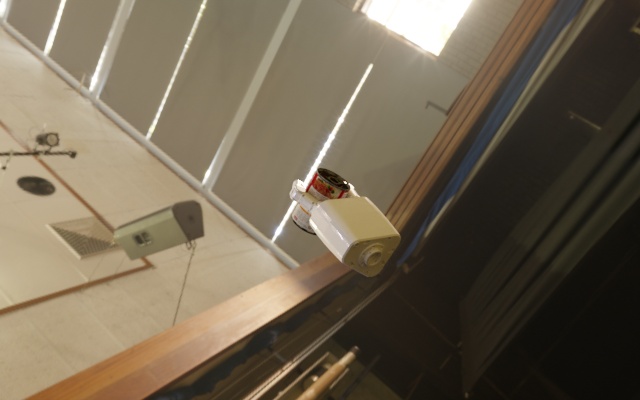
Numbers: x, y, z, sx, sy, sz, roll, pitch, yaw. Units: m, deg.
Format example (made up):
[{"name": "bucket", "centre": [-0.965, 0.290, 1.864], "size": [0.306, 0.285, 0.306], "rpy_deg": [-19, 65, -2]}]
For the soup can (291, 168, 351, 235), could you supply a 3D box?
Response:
[{"name": "soup can", "centre": [0.000, 0.003, 0.850], "size": [0.068, 0.102, 0.068], "rpy_deg": [26, 20, -11]}]
